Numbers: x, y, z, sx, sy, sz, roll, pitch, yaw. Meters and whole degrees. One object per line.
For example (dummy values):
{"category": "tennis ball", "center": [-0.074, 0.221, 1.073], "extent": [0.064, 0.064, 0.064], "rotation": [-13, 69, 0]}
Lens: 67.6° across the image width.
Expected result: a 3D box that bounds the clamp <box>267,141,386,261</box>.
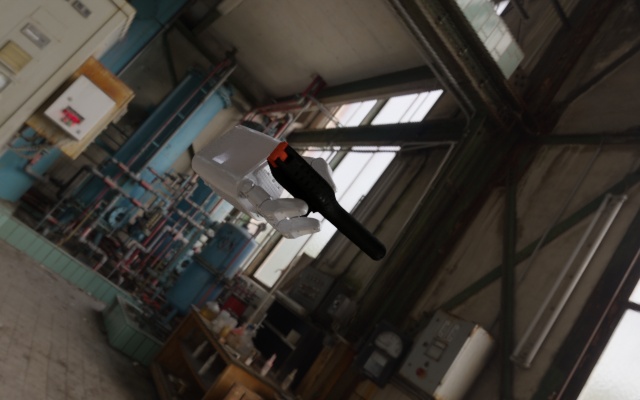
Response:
{"category": "clamp", "center": [0.000, 0.001, 0.619], "extent": [0.164, 0.036, 0.210], "rotation": [28, -16, 33]}
